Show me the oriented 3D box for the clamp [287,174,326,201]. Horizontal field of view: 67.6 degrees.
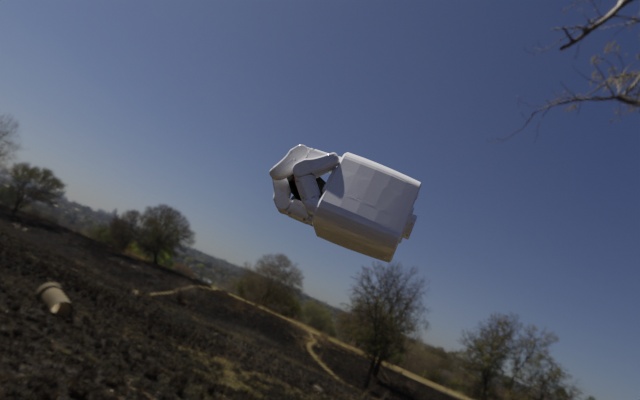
[{"bbox_3d":[0.000,0.002,0.699,0.120,0.039,0.171,22,-14,10],"label":"clamp"}]
